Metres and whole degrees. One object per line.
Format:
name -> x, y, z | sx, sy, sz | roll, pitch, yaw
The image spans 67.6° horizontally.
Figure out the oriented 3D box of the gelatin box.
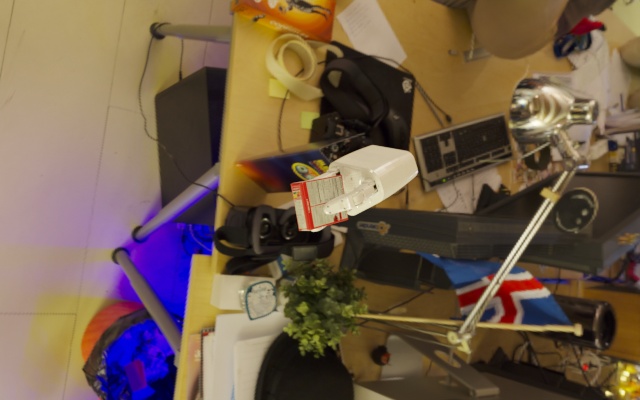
gelatin box -> 0.000, 0.002, 0.738 | 0.089, 0.073, 0.030 | -14, 6, -44
